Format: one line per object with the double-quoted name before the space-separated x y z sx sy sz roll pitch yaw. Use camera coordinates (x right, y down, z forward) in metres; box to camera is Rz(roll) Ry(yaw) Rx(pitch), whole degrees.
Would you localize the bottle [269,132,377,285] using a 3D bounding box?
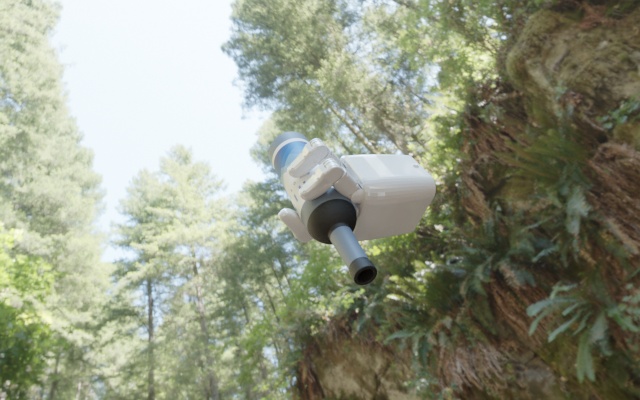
"bottle" 0.000 0.002 0.623 0.069 0.069 0.295 0 32 -23
